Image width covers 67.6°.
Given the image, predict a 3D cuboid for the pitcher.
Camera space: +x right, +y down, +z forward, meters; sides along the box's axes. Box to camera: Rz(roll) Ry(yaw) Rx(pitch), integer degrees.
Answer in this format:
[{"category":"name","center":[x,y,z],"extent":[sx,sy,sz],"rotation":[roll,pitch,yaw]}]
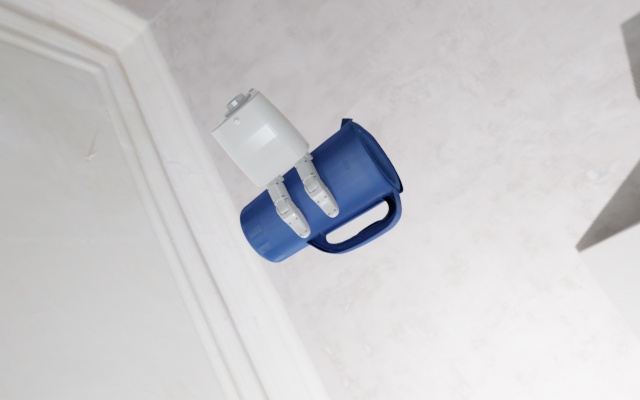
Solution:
[{"category":"pitcher","center":[0.000,0.002,0.733],"extent":[0.243,0.145,0.149],"rotation":[-35,22,18]}]
